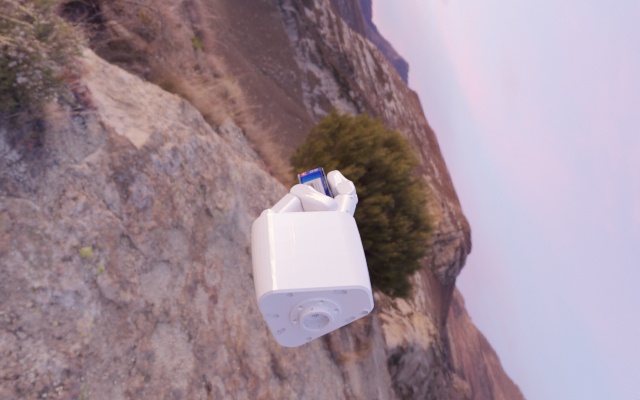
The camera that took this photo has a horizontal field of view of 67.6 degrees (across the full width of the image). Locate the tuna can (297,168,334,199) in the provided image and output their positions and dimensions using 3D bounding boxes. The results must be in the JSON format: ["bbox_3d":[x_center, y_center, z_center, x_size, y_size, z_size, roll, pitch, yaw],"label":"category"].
[{"bbox_3d":[0.001,0.002,0.610,0.034,0.086,0.086,-19,-1,3],"label":"tuna can"}]
